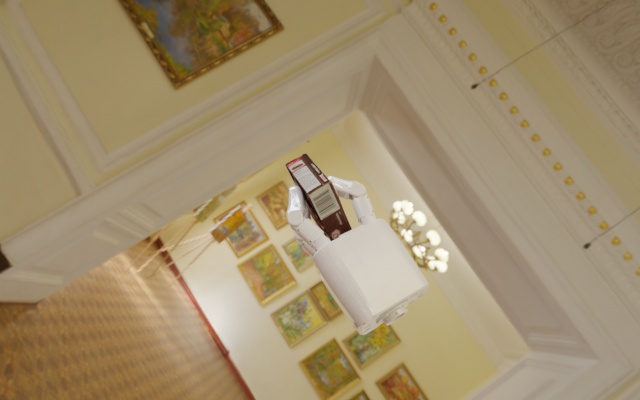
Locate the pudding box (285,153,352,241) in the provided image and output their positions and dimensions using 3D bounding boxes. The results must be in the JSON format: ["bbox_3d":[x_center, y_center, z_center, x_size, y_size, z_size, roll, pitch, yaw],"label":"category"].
[{"bbox_3d":[0.000,0.002,0.666,0.039,0.114,0.090,-29,39,-8],"label":"pudding box"}]
